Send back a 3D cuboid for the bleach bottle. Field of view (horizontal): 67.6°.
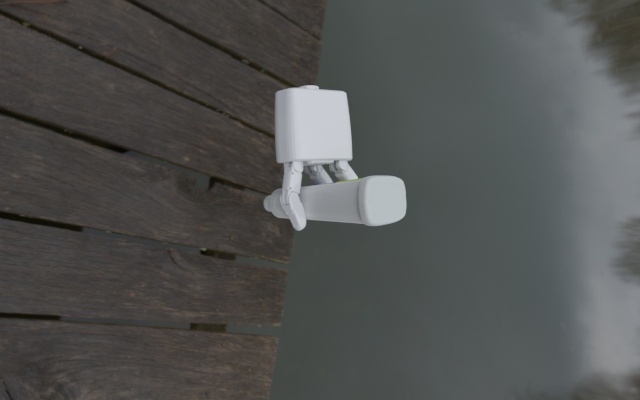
[{"bbox_3d":[0.000,0.002,0.733,0.251,0.068,0.102,-2,2,42],"label":"bleach bottle"}]
